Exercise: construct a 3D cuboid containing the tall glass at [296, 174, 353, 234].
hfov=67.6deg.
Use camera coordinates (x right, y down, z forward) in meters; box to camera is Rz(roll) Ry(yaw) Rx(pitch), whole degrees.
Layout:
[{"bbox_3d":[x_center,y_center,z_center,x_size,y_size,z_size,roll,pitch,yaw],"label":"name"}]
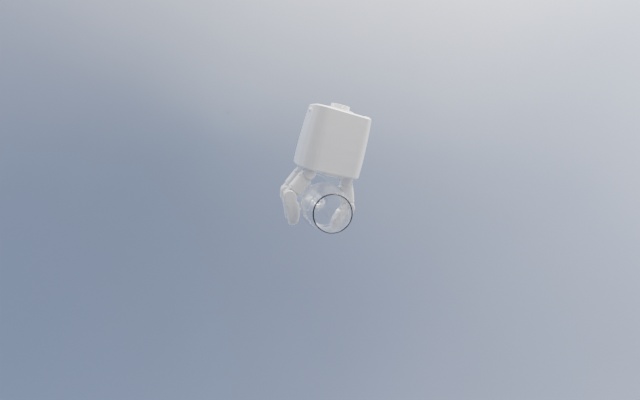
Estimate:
[{"bbox_3d":[0.000,0.003,0.810,0.079,0.079,0.201,0,10,-11],"label":"tall glass"}]
